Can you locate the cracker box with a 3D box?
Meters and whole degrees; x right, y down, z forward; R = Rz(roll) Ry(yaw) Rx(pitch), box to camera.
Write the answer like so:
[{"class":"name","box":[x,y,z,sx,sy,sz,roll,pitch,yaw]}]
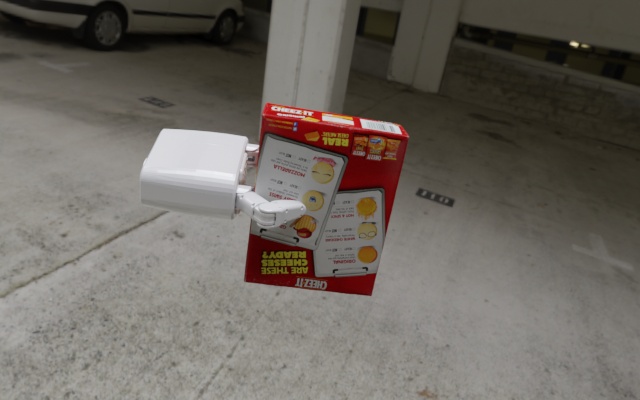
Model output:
[{"class":"cracker box","box":[0.000,0.002,0.581,0.164,0.214,0.072,7,24,-5]}]
